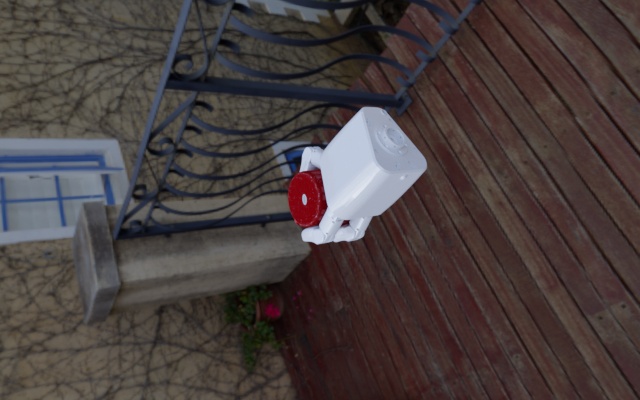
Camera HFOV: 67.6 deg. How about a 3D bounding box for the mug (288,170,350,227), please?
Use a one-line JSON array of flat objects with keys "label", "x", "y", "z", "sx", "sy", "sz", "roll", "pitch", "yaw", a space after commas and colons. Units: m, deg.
[{"label": "mug", "x": -0.001, "y": 0.003, "z": 0.715, "sx": 0.081, "sy": 0.093, "sz": 0.117, "roll": -5, "pitch": -31, "yaw": -38}]
